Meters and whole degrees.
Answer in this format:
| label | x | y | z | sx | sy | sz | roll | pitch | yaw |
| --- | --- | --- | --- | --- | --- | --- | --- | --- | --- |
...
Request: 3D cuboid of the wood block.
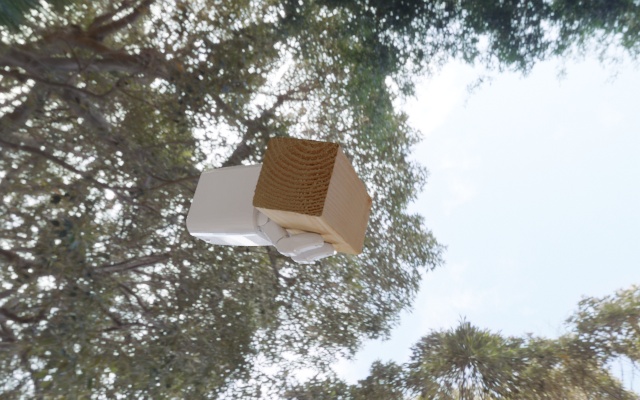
| label | x | y | z | sx | sy | sz | roll | pitch | yaw |
| --- | --- | --- | --- | --- | --- | --- | --- | --- | --- |
| wood block | 0.000 | 0.002 | 0.635 | 0.090 | 0.090 | 0.206 | 8 | -15 | 19 |
